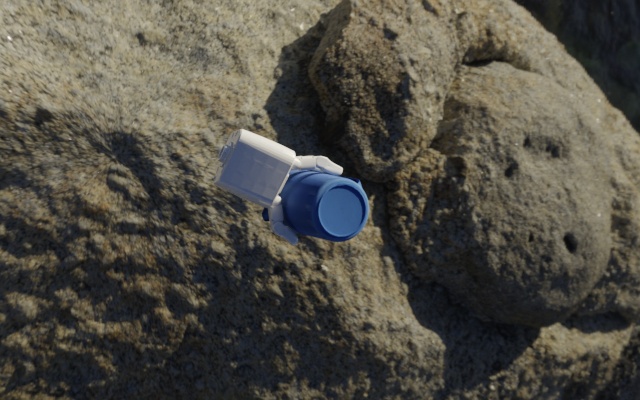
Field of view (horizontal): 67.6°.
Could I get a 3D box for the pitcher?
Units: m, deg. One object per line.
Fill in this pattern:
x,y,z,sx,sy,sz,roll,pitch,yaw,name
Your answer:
0.000,0.003,0.899,0.145,0.149,0.243,24,-5,-22,pitcher
